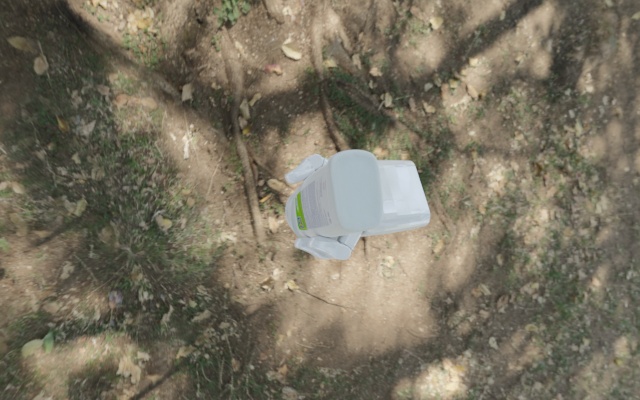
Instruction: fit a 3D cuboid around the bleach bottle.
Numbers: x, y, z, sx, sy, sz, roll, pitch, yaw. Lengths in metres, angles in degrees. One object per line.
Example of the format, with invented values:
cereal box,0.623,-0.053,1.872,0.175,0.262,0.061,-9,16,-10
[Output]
bleach bottle,0.000,0.002,0.681,0.068,0.102,0.251,-5,-4,-22
